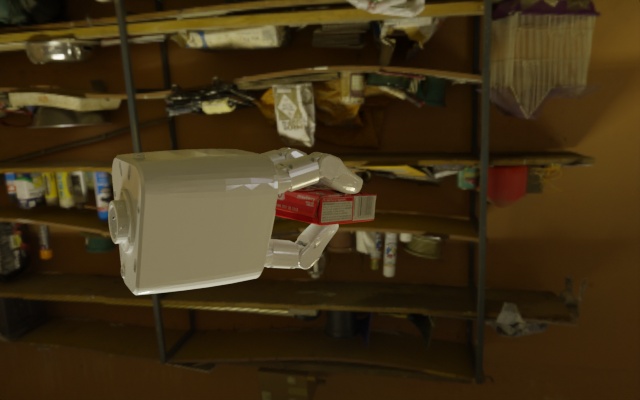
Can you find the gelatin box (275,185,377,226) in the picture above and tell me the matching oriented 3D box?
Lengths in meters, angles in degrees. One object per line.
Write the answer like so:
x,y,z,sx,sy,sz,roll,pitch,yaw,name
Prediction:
0.000,0.002,0.469,0.073,0.030,0.089,12,9,41,gelatin box
